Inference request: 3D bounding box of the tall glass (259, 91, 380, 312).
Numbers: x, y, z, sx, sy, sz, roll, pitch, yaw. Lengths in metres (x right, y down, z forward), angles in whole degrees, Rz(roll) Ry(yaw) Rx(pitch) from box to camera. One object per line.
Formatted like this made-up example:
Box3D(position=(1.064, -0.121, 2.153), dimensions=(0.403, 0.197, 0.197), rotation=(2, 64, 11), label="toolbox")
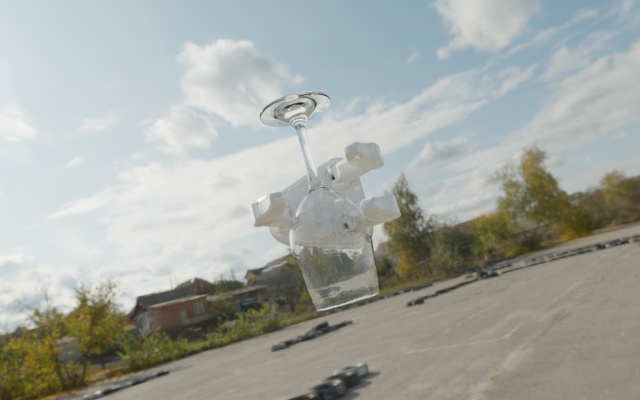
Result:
Box3D(position=(0.000, 0.001, 0.465), dimensions=(0.079, 0.201, 0.079), rotation=(-15, -12, -3), label="tall glass")
